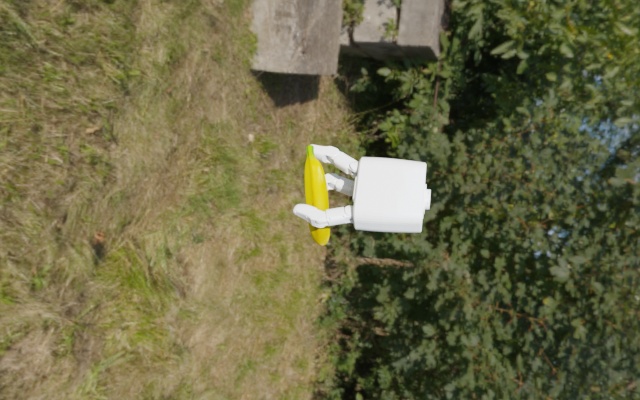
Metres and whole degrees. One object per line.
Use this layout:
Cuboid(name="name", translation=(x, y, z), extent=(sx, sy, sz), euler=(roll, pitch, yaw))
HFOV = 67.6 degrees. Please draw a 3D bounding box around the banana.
Cuboid(name="banana", translation=(-0.003, 0.009, 0.809), extent=(0.037, 0.198, 0.069), euler=(0, 30, 9))
